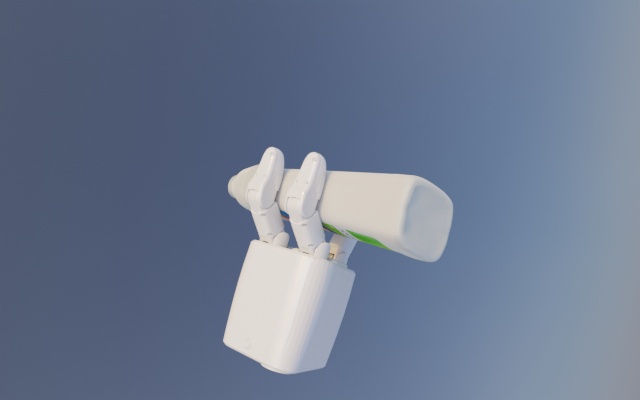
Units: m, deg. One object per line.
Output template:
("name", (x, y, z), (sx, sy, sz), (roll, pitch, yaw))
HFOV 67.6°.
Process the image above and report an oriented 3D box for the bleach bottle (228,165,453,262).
("bleach bottle", (0.000, 0.002, 0.498), (0.251, 0.068, 0.102), (9, -11, 40))
